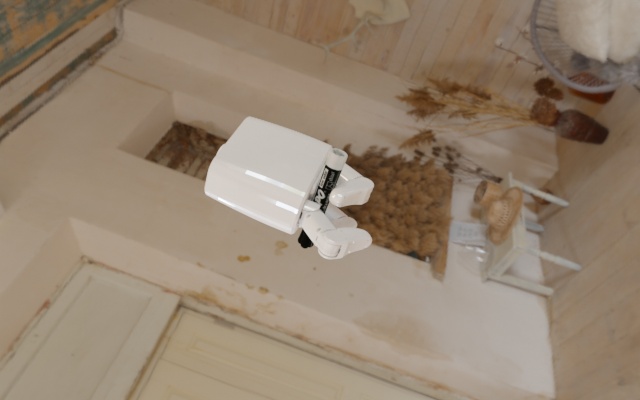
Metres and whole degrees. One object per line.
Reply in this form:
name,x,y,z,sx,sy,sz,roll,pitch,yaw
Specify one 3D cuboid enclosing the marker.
marker,0.000,0.002,0.504,0.020,0.121,0.020,15,30,-9
